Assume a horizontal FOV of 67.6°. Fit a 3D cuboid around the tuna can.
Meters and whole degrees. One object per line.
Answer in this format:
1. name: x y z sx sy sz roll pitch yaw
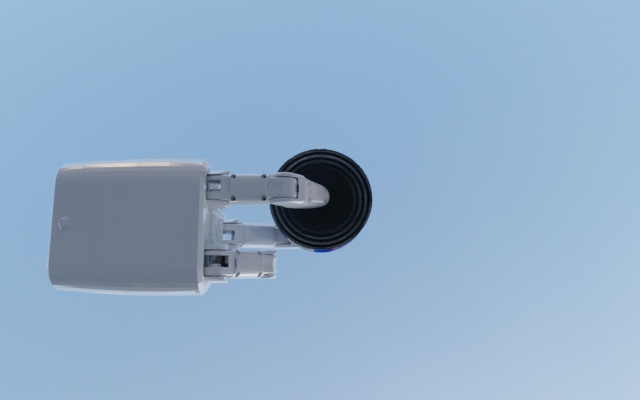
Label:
1. tuna can: 0.000 0.001 0.410 0.086 0.086 0.034 0 -12 0
